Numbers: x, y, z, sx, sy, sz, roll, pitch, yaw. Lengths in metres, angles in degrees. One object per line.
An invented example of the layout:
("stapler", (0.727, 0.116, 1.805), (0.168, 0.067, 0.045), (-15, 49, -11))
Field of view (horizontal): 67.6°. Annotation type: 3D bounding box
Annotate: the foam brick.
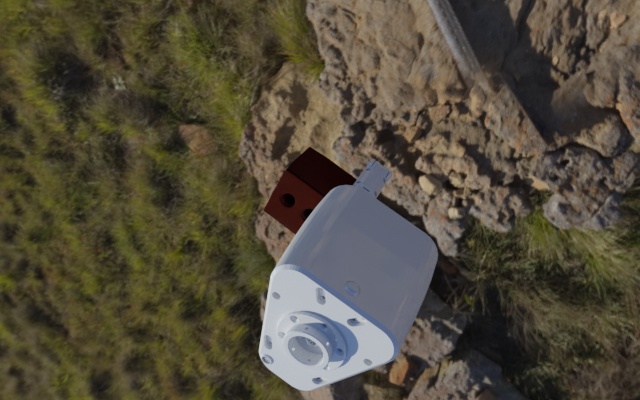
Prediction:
("foam brick", (0.000, 0.001, 0.419), (0.078, 0.053, 0.051), (35, 38, 3))
